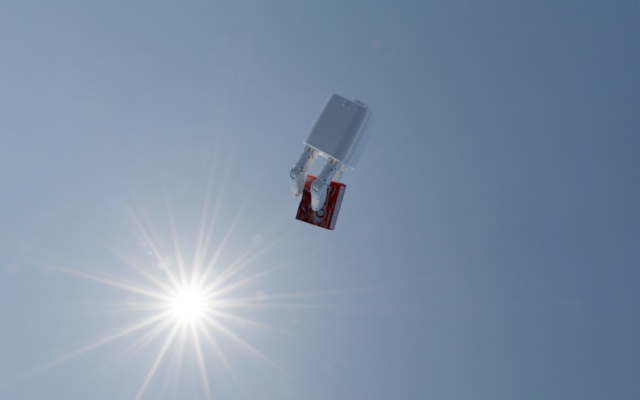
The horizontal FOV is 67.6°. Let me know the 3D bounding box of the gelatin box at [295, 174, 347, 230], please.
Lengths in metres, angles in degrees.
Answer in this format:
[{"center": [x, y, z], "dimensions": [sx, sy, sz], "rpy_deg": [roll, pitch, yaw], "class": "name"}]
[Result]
[{"center": [0.000, 0.003, 0.887], "dimensions": [0.073, 0.089, 0.030], "rpy_deg": [16, 2, 25], "class": "gelatin box"}]
